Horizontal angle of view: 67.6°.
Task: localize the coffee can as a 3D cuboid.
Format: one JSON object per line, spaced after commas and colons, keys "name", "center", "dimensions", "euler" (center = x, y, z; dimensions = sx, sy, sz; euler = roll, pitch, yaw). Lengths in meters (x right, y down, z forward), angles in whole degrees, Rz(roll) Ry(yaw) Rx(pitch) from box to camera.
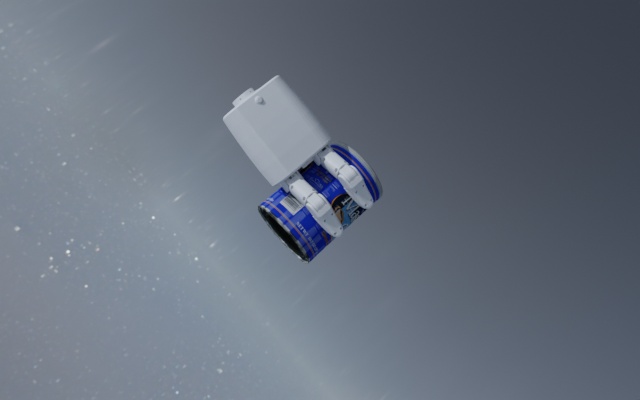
{"name": "coffee can", "center": [0.000, 0.002, 0.654], "dimensions": [0.140, 0.103, 0.103], "euler": [-41, 12, -14]}
